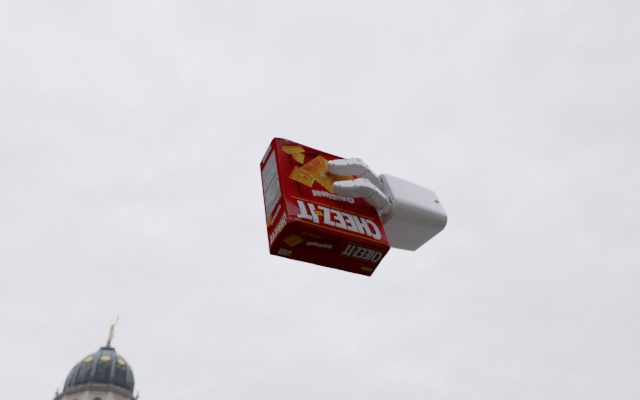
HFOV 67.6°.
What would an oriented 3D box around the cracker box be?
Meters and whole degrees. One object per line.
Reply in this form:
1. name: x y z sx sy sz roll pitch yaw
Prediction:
1. cracker box: 0.000 0.002 0.732 0.164 0.072 0.213 15 34 -23
